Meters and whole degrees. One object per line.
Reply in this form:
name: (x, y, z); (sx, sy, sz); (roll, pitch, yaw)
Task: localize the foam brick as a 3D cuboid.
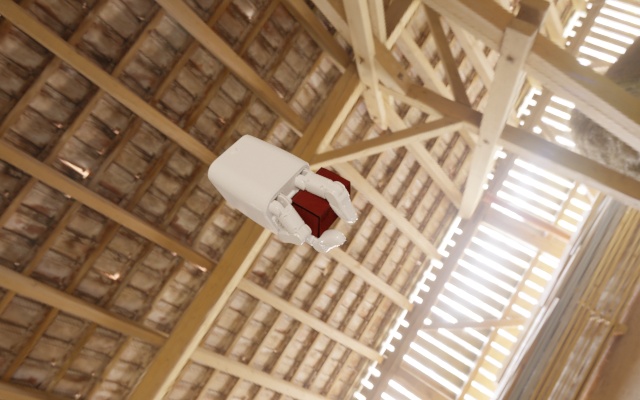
foam brick: (0.000, 0.002, 0.663); (0.051, 0.078, 0.053); (29, -34, 21)
